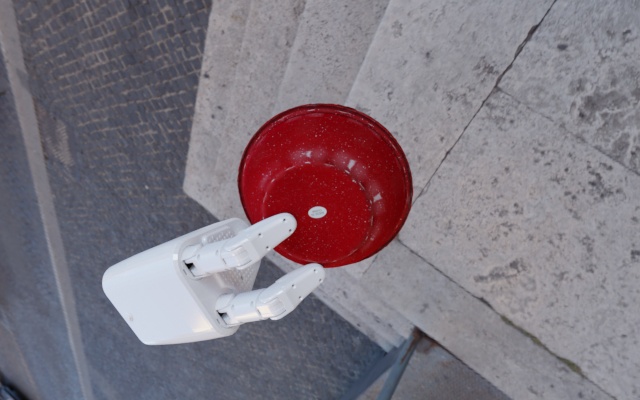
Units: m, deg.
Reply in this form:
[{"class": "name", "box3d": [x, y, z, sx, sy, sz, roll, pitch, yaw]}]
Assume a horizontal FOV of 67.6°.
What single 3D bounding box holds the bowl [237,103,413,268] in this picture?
[{"class": "bowl", "box3d": [0.001, 0.001, 0.413, 0.162, 0.162, 0.055, 0, 24, 7]}]
